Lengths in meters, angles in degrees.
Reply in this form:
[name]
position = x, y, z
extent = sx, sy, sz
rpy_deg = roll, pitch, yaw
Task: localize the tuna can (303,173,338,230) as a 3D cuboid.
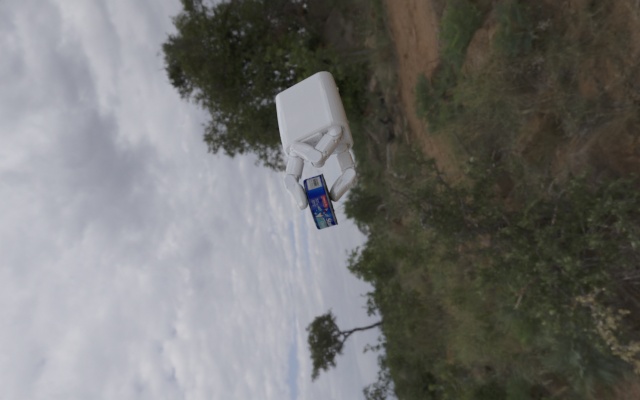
[tuna can]
position = 0.000, 0.003, 0.759
extent = 0.034, 0.086, 0.086
rpy_deg = -17, -1, 3
